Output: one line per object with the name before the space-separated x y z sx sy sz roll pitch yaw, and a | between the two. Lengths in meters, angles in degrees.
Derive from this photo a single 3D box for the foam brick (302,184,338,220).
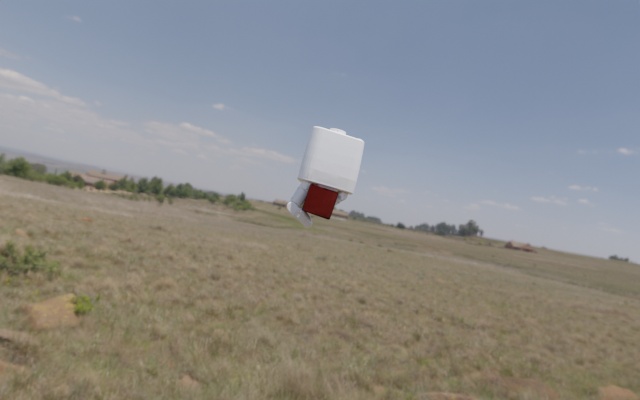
foam brick | 0.000 0.003 0.870 0.053 0.051 0.078 19 -1 2
